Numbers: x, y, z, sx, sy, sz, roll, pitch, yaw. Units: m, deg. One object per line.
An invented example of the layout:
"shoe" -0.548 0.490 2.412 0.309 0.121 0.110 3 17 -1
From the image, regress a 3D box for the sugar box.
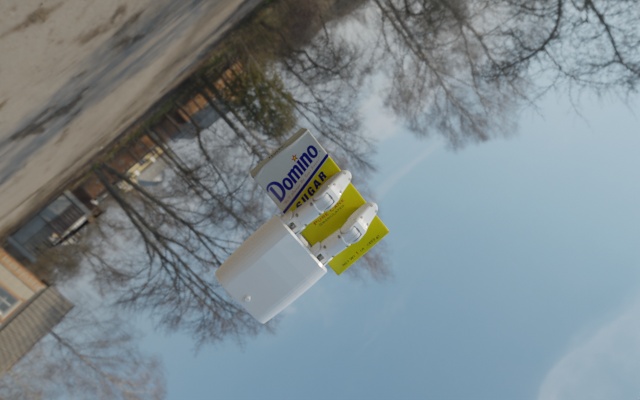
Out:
"sugar box" 0.000 0.002 0.621 0.093 0.176 0.048 -41 18 -2
